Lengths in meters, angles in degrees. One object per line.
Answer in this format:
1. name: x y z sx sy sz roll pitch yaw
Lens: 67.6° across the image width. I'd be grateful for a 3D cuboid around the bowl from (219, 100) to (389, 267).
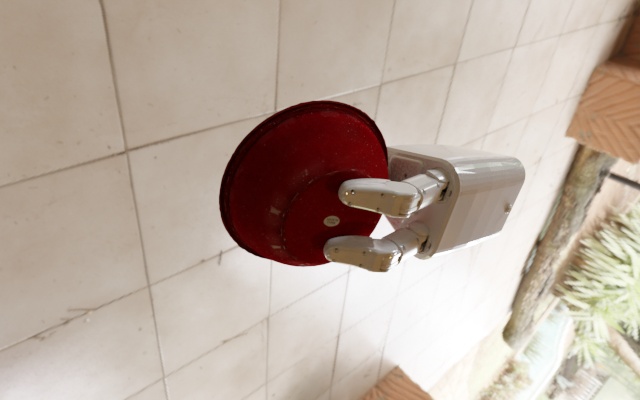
1. bowl: -0.001 0.002 0.402 0.162 0.162 0.055 0 31 -29
